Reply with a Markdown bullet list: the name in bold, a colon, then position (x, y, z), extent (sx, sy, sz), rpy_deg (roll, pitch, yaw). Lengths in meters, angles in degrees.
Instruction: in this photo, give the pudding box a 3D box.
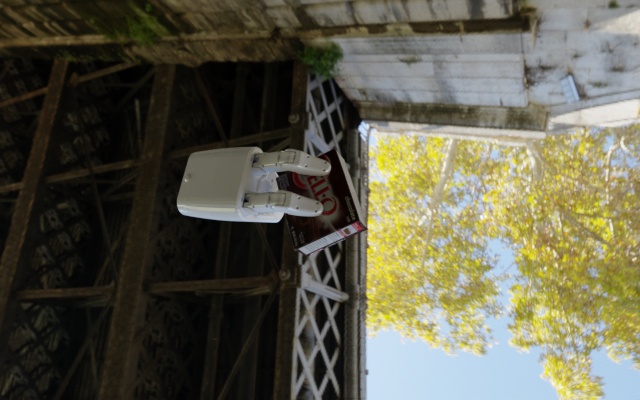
- **pudding box**: position (0.000, 0.002, 0.603), extent (0.090, 0.113, 0.039), rpy_deg (-26, -29, 15)
